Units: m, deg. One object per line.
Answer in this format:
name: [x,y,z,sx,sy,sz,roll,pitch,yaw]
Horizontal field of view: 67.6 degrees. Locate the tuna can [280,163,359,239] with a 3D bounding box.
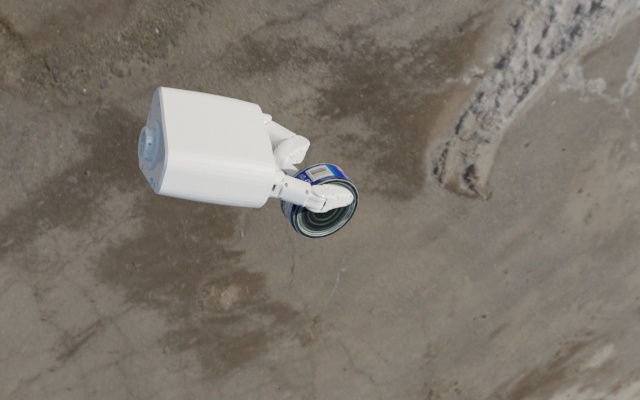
tuna can: [0.000,0.002,0.545,0.086,0.086,0.033,0,34,-32]
